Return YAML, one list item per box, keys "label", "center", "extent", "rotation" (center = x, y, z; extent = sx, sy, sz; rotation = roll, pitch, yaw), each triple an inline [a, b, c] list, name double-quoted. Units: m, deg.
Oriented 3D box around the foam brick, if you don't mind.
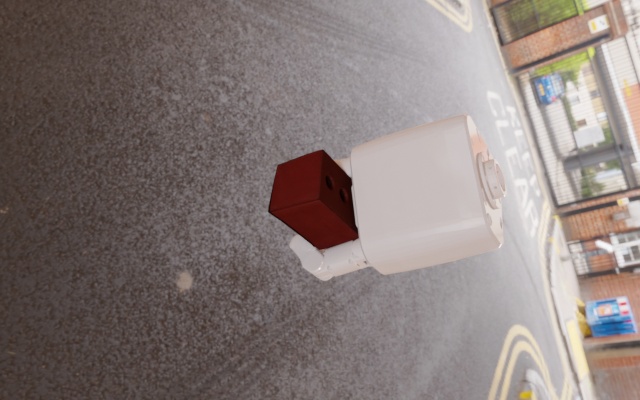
- label: "foam brick"
  center: [0.000, 0.001, 0.425]
  extent: [0.051, 0.053, 0.078]
  rotation: [-16, -38, 31]
